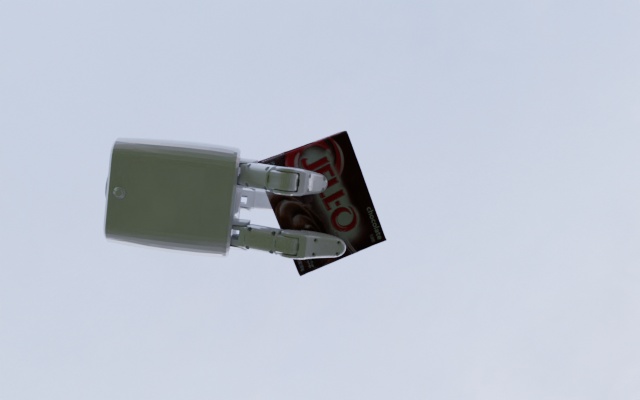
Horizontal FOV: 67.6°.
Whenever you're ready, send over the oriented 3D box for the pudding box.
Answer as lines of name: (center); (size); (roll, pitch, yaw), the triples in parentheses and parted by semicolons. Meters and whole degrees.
pudding box: (0.000, 0.001, 0.452); (0.090, 0.113, 0.039); (-22, 9, -6)
